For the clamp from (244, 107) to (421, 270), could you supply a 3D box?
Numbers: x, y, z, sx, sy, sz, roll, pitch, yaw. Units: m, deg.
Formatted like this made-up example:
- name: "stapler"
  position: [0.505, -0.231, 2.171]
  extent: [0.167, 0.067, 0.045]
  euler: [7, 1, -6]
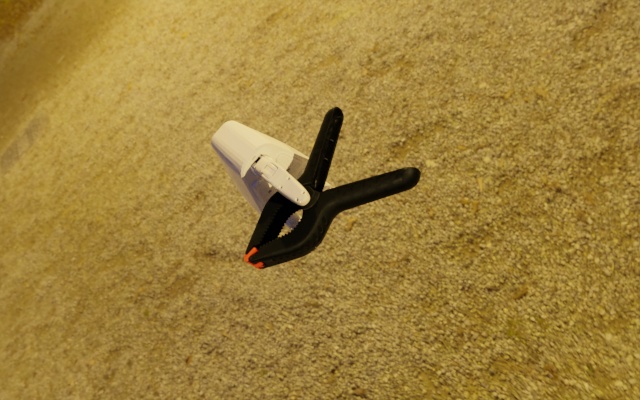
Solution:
- name: "clamp"
  position: [-0.001, 0.002, 0.531]
  extent: [0.164, 0.210, 0.036]
  euler: [38, -2, 44]
